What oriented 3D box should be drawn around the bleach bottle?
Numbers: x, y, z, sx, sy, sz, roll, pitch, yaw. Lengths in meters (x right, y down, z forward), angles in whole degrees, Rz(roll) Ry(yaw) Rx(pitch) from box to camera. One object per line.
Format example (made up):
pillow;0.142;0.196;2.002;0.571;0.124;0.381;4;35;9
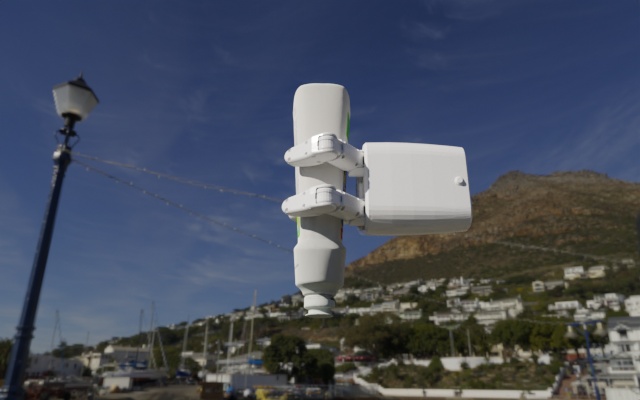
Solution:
bleach bottle;0.000;0.002;0.529;0.068;0.250;0.103;1;-21;0
